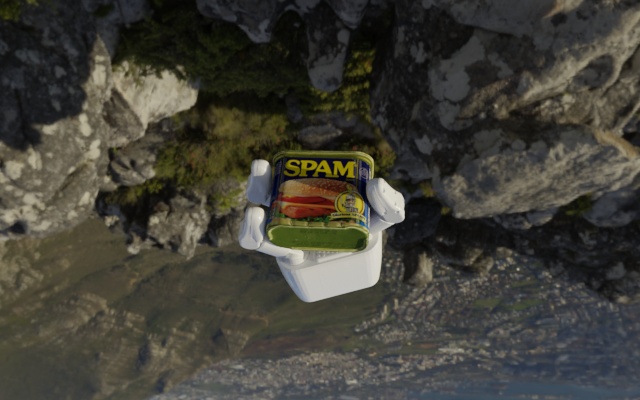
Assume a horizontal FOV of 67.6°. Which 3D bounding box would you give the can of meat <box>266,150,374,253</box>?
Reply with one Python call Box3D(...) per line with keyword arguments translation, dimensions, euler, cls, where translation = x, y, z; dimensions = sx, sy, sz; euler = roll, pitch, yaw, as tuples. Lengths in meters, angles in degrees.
Box3D(translation=(0.000, 0.002, 0.467), dimensions=(0.102, 0.084, 0.057), euler=(2, -31, 5), cls="can of meat")
